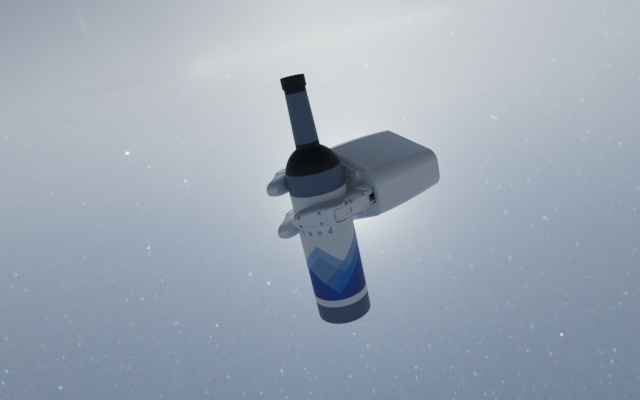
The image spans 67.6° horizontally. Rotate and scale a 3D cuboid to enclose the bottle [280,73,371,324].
[{"bbox_3d":[0.000,0.002,0.562,0.069,0.296,0.069,-12,18,4],"label":"bottle"}]
